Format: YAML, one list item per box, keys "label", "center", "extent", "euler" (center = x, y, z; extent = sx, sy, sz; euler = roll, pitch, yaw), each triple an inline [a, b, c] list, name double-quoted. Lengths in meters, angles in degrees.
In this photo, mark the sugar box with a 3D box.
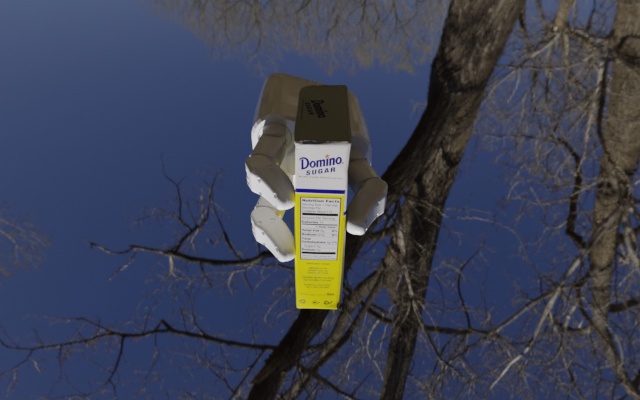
- label: "sugar box"
  center: [0.000, 0.001, 0.408]
  extent: [0.048, 0.176, 0.093]
  euler: [-1, 38, 1]
